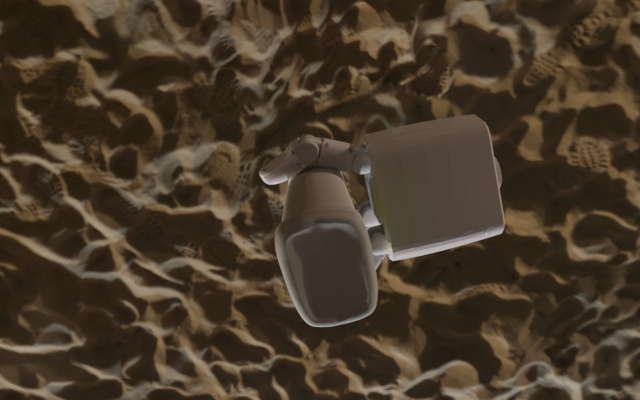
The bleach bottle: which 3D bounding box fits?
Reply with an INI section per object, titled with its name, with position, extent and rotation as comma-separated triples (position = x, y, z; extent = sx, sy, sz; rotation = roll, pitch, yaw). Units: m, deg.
[bleach bottle]
position = 0.000, 0.002, 0.456
extent = 0.068, 0.103, 0.250
rotation = -13, 26, 3
